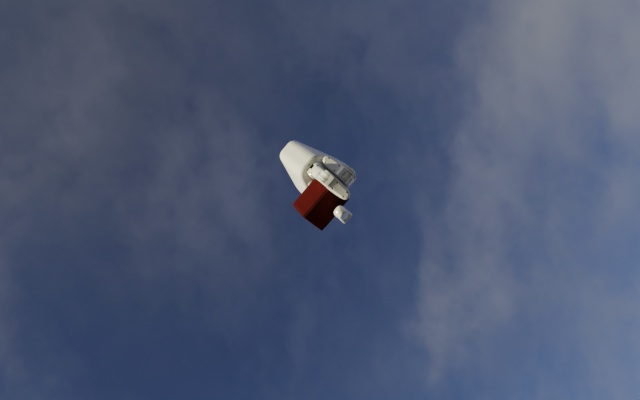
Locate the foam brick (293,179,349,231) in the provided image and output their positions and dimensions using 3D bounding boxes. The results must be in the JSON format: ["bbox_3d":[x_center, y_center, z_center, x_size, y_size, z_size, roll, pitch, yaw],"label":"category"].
[{"bbox_3d":[0.000,0.003,0.842,0.053,0.078,0.051,41,0,-38],"label":"foam brick"}]
